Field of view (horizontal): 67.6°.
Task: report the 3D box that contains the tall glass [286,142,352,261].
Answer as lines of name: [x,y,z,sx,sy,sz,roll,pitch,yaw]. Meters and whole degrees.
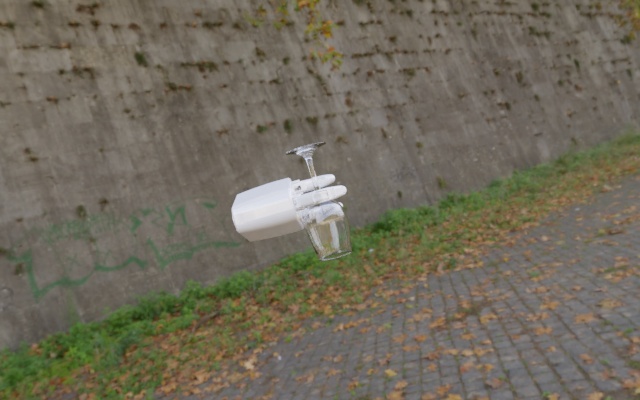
tall glass: [0.000,0.002,0.849,0.079,0.201,0.079,-16,0,0]
